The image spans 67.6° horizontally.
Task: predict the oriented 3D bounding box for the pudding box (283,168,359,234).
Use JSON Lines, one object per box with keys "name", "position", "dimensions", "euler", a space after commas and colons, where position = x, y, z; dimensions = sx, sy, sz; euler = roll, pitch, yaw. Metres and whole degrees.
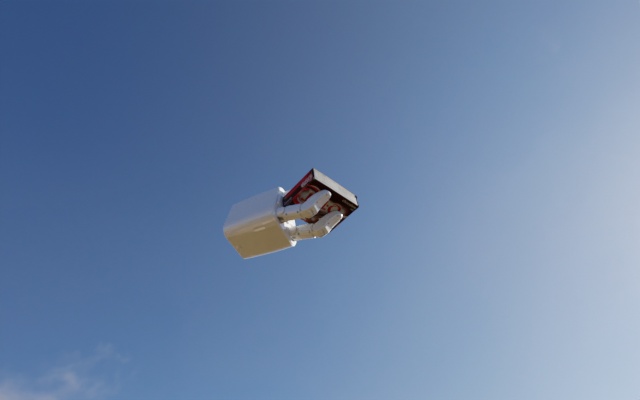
{"name": "pudding box", "position": [0.000, 0.003, 0.882], "dimensions": [0.113, 0.039, 0.090], "euler": [29, -57, -29]}
